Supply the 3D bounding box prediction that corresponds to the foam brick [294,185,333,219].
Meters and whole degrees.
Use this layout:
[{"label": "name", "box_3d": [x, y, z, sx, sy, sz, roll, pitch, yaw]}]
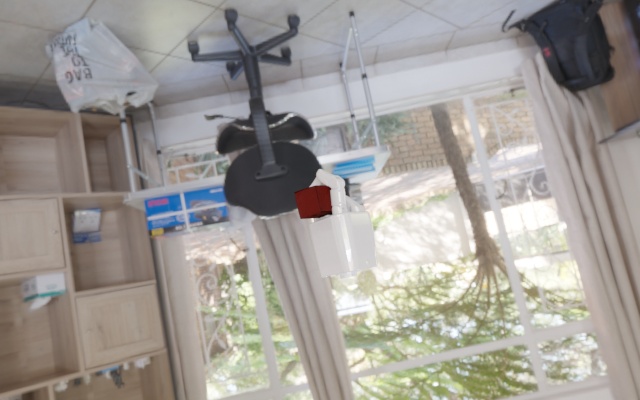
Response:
[{"label": "foam brick", "box_3d": [0.000, 0.003, 0.880, 0.053, 0.051, 0.078, -17, -10, 39]}]
